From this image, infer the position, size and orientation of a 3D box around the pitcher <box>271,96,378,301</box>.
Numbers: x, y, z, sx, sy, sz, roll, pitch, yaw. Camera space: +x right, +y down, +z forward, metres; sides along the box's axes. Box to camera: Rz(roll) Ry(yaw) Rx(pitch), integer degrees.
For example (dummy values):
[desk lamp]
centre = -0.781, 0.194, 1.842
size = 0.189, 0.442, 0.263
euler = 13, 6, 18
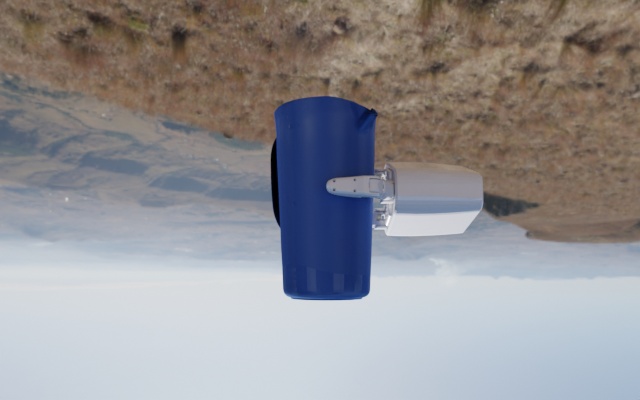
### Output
[pitcher]
centre = 0.000, 0.002, 0.613
size = 0.145, 0.243, 0.149
euler = 0, -8, 1
